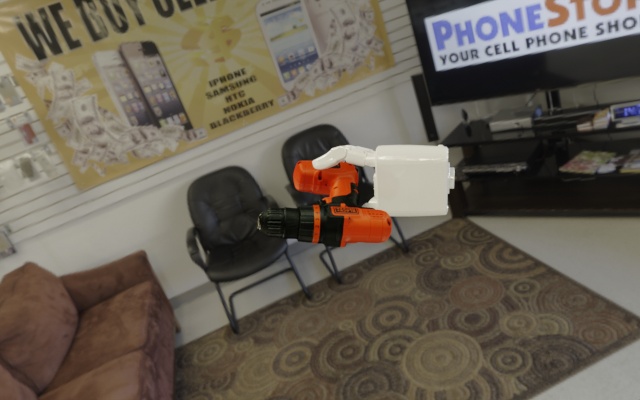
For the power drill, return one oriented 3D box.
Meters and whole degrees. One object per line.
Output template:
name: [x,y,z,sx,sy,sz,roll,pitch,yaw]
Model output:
power drill: [0.000,0.002,0.715,0.184,0.057,0.187,4,29,-8]
